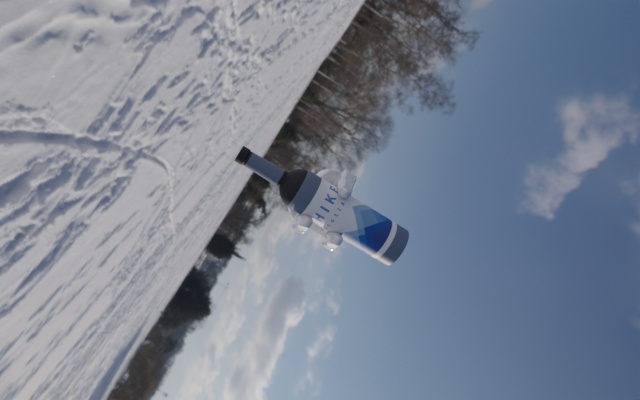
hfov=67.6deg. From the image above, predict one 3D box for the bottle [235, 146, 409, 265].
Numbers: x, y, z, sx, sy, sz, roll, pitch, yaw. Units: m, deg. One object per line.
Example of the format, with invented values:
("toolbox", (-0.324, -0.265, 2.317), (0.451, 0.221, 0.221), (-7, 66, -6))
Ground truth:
("bottle", (0.000, 0.003, 0.752), (0.296, 0.069, 0.069), (31, -6, -10))
